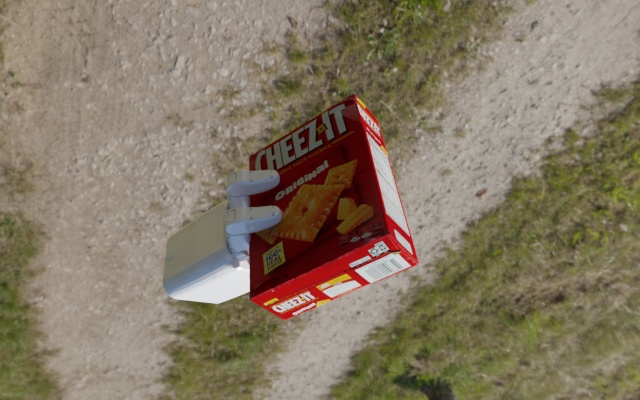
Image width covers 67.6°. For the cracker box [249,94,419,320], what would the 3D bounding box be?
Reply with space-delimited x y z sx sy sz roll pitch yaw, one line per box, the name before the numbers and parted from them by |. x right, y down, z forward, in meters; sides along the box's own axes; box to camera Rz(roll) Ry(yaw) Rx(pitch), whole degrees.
cracker box | 0.000 0.002 0.535 0.164 0.213 0.072 -27 -44 21
